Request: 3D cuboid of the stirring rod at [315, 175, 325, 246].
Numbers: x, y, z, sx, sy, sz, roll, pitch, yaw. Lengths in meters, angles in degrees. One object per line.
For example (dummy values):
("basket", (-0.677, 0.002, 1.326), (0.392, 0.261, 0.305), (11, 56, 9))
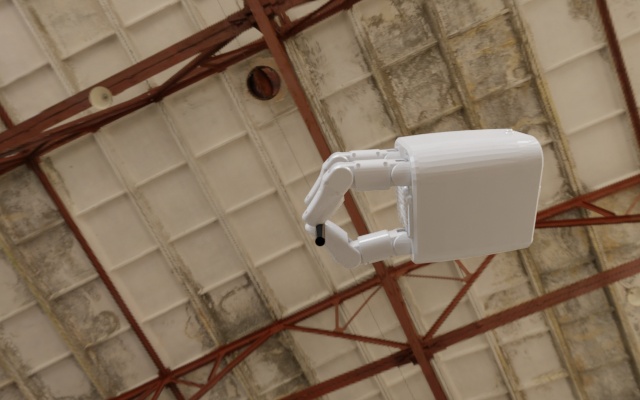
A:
("stirring rod", (0.000, 0.002, 0.485), (0.011, 0.011, 0.239), (0, 15, 0))
